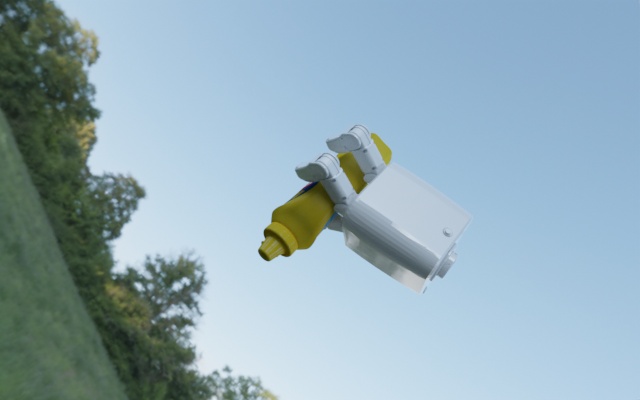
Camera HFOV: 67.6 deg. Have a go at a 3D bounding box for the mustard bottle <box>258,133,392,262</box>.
[{"bbox_3d":[0.000,0.001,0.551,0.191,0.058,0.096,-44,3,-30],"label":"mustard bottle"}]
